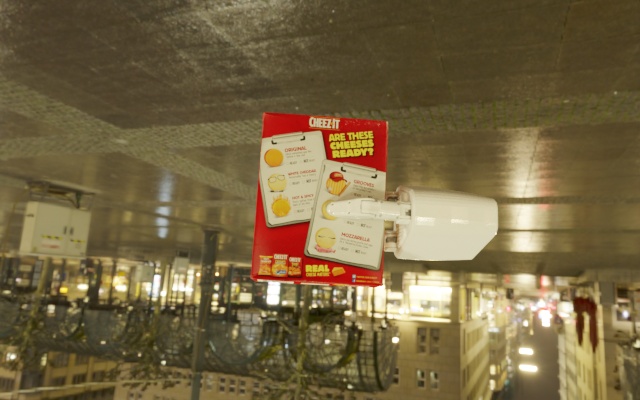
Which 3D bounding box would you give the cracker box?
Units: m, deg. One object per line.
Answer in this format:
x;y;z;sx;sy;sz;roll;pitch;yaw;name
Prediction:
0.000;0.002;0.624;0.164;0.213;0.072;4;-11;-4;cracker box
